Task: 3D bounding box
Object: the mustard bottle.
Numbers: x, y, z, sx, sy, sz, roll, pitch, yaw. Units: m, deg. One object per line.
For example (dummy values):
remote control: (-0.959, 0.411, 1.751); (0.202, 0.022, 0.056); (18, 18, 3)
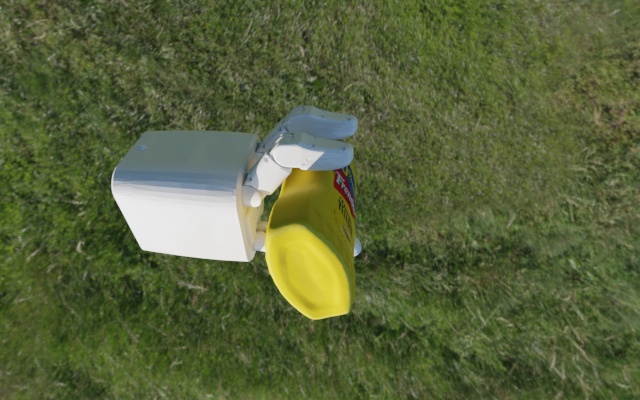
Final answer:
mustard bottle: (0.000, 0.001, 0.416); (0.058, 0.096, 0.191); (-16, 32, 16)
